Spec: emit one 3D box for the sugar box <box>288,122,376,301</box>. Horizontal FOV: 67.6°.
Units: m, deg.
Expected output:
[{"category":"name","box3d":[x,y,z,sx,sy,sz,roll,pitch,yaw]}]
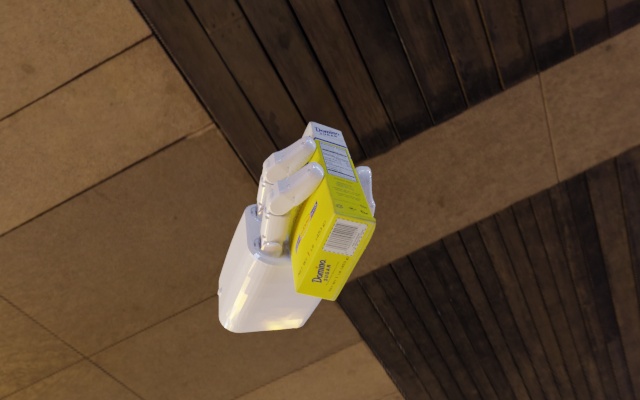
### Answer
[{"category":"sugar box","box3d":[0.000,0.002,0.473,0.048,0.093,0.176,14,29,-21]}]
